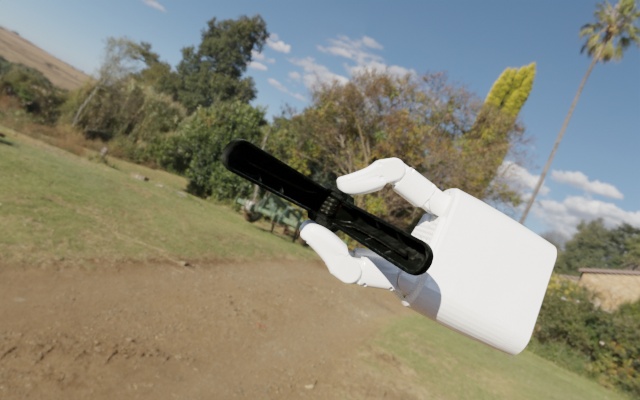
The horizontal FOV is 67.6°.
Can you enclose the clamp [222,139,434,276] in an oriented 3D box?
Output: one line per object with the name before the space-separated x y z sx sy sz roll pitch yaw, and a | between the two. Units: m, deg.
clamp | 0.001 0.001 0.417 0.164 0.036 0.210 31 0 -4
